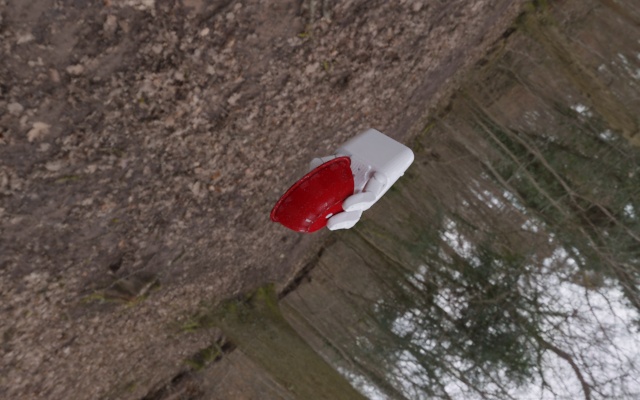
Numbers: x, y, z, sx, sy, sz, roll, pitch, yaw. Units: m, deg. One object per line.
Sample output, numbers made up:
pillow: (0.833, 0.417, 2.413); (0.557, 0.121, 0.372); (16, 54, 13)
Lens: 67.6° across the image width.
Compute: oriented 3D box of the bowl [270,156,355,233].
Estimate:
bowl: (-0.001, 0.003, 0.761); (0.162, 0.055, 0.162); (-35, -15, -10)
